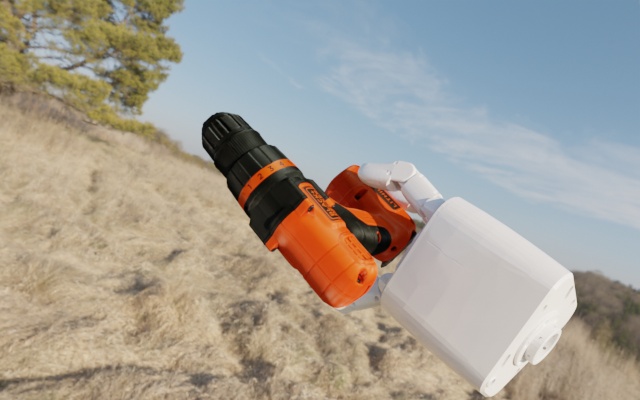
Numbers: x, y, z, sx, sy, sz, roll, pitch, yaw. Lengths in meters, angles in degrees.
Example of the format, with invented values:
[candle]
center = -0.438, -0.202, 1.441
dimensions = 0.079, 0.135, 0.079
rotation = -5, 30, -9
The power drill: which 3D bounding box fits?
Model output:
[power drill]
center = 0.000, 0.002, 0.418
dimensions = 0.057, 0.184, 0.187
rotation = -47, -20, 20
